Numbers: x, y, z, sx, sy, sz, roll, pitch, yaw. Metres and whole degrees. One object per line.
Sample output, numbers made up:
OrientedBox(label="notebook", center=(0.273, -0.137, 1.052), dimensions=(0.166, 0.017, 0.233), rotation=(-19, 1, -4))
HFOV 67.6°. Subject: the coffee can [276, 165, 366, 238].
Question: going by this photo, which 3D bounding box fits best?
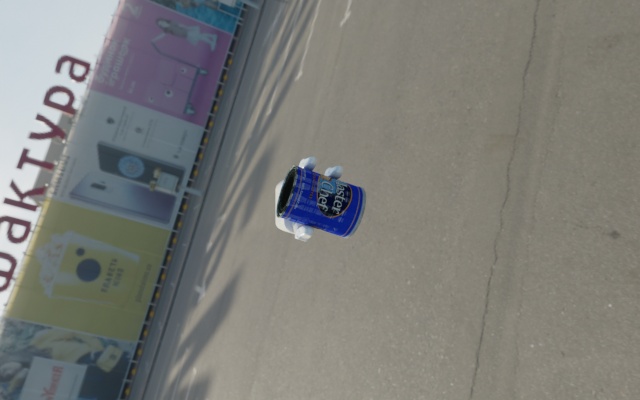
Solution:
OrientedBox(label="coffee can", center=(0.000, 0.003, 0.895), dimensions=(0.140, 0.103, 0.103), rotation=(18, -5, -16))
